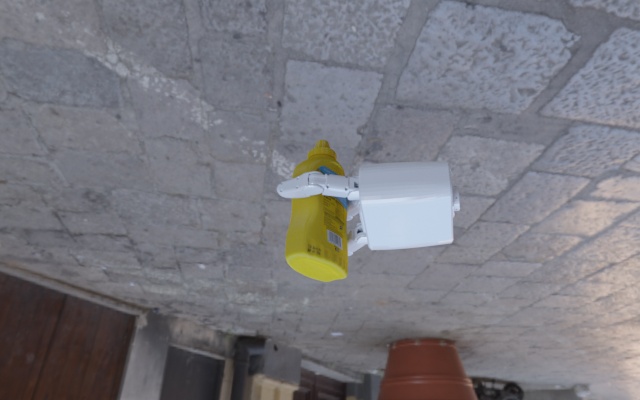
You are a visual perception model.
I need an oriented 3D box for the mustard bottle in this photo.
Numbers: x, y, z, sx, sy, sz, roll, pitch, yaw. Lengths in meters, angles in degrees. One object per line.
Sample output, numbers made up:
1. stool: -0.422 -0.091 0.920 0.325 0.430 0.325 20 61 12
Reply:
1. mustard bottle: 0.000 0.002 0.627 0.058 0.191 0.096 -18 -35 33
